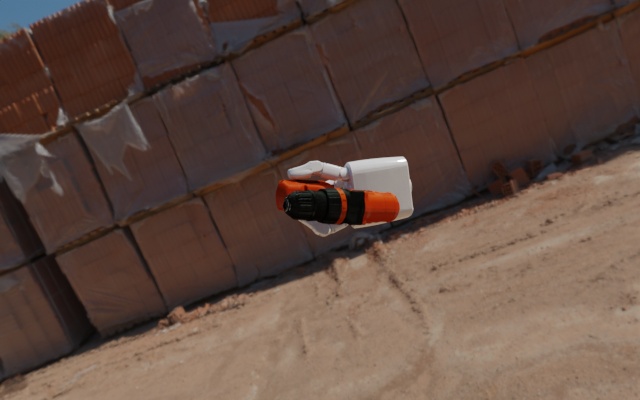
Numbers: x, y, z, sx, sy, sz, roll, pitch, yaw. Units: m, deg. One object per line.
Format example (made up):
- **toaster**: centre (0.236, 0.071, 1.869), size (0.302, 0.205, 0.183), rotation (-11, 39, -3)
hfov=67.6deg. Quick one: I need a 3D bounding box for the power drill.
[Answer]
- **power drill**: centre (0.000, 0.002, 0.741), size (0.184, 0.057, 0.187), rotation (4, 6, -29)
